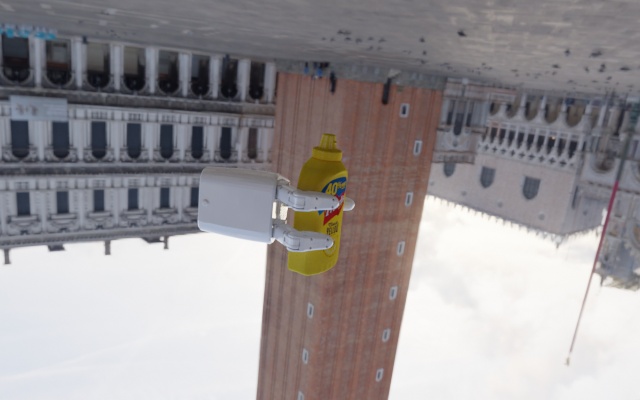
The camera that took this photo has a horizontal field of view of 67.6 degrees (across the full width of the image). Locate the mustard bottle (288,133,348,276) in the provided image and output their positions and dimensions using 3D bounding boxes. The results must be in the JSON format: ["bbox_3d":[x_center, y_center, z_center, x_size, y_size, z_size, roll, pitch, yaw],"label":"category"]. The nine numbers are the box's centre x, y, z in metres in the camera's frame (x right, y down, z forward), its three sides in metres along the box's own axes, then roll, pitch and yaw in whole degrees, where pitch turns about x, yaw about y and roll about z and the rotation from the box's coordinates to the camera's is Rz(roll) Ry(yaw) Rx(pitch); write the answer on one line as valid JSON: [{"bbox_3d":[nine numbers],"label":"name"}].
[{"bbox_3d":[0.000,0.003,0.669,0.058,0.192,0.096,15,17,29],"label":"mustard bottle"}]
